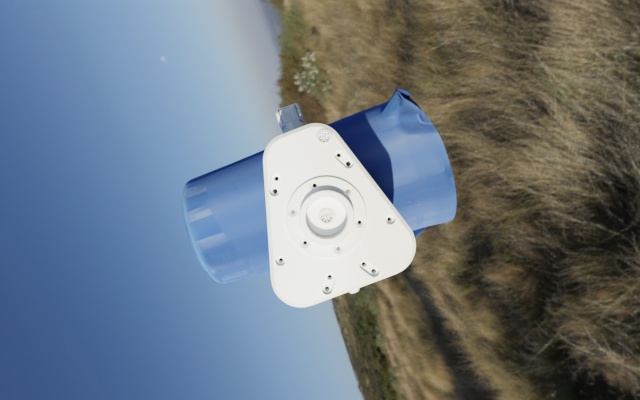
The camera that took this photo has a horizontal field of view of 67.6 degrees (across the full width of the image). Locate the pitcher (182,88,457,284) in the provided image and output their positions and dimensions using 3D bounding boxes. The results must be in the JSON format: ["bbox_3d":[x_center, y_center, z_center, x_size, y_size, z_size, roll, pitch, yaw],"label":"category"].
[{"bbox_3d":[0.000,0.002,0.476,0.243,0.149,0.145,-19,1,0],"label":"pitcher"}]
